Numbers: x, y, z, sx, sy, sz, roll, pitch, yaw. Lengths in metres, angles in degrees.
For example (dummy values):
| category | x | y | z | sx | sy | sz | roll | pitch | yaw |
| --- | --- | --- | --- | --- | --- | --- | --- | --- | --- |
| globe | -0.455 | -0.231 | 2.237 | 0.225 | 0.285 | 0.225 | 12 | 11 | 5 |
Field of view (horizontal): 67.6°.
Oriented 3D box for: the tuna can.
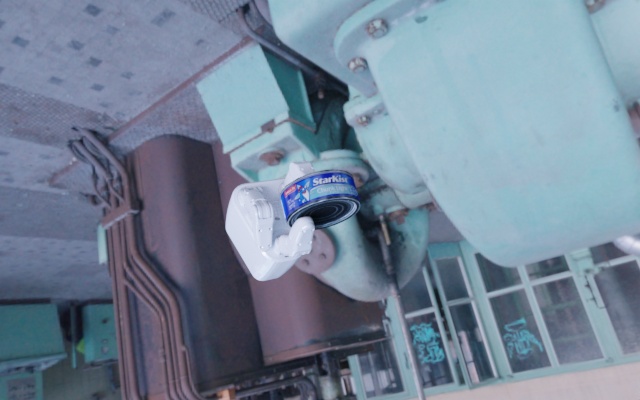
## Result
| category | x | y | z | sx | sy | sz | roll | pitch | yaw |
| --- | --- | --- | --- | --- | --- | --- | --- | --- | --- |
| tuna can | 0.000 | 0.002 | 0.526 | 0.086 | 0.033 | 0.086 | -13 | -23 | -6 |
